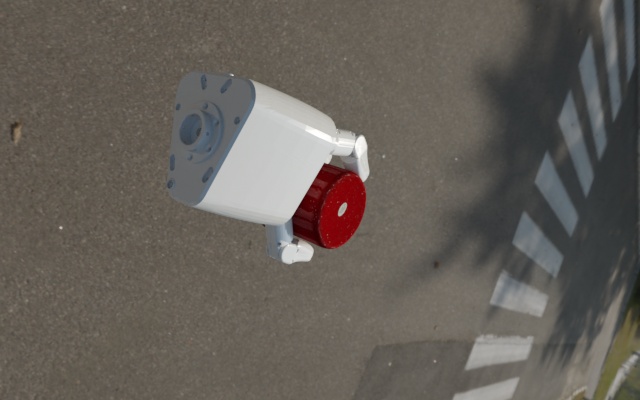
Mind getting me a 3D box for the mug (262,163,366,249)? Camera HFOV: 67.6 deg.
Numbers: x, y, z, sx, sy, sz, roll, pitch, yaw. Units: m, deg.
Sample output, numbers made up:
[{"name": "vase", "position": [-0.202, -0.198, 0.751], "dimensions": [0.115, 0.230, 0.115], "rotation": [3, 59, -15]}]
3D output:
[{"name": "mug", "position": [0.001, 0.002, 0.506], "dimensions": [0.081, 0.093, 0.117], "rotation": [20, 6, 36]}]
